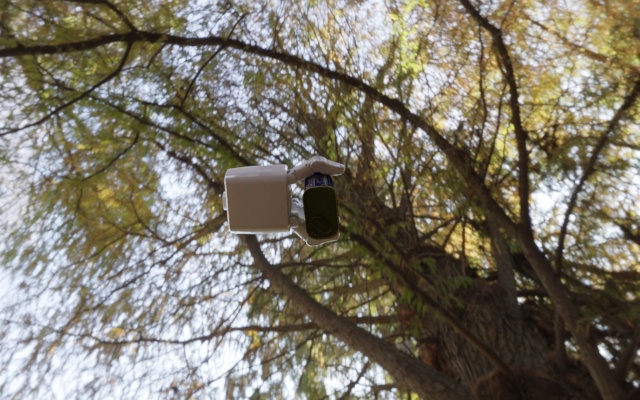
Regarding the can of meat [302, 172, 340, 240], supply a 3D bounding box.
[{"bbox_3d":[0.000,0.002,0.830,0.057,0.102,0.084,-6,28,1],"label":"can of meat"}]
